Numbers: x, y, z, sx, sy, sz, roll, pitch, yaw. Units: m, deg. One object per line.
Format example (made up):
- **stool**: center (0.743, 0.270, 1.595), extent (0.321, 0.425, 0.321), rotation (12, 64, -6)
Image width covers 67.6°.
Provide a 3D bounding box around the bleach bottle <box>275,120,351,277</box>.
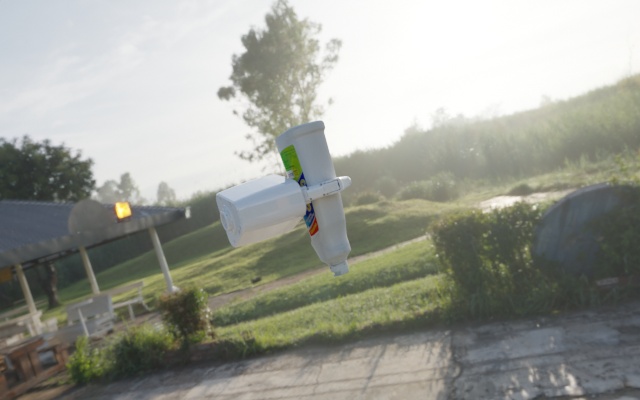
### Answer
- **bleach bottle**: center (0.000, 0.003, 0.789), extent (0.068, 0.251, 0.102), rotation (-19, 2, -26)
